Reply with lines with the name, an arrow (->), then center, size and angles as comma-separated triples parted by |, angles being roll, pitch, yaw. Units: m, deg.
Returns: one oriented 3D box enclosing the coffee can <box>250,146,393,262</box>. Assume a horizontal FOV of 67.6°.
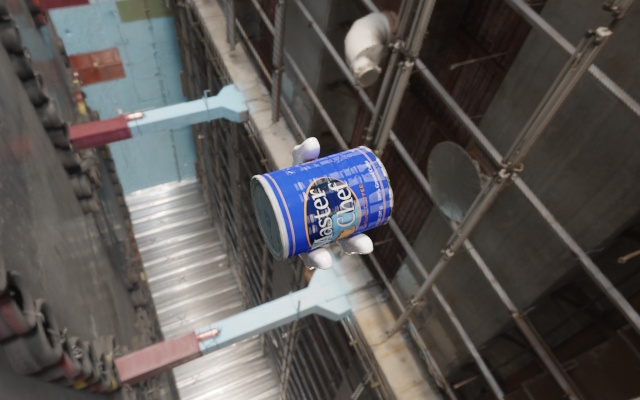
coffee can -> 0.000, 0.002, 0.570 | 0.140, 0.103, 0.103 | -18, 6, -19
